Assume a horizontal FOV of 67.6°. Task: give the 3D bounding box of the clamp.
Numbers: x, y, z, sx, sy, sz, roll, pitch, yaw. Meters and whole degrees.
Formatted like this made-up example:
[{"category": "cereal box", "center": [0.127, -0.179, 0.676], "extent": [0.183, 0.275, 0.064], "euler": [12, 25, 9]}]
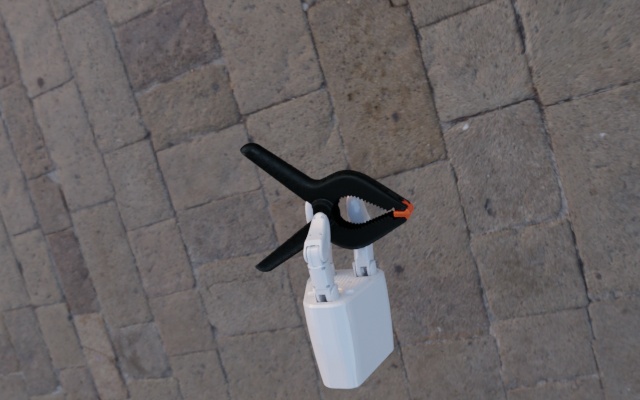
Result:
[{"category": "clamp", "center": [0.000, 0.002, 0.560], "extent": [0.210, 0.164, 0.036], "euler": [-7, 14, 22]}]
